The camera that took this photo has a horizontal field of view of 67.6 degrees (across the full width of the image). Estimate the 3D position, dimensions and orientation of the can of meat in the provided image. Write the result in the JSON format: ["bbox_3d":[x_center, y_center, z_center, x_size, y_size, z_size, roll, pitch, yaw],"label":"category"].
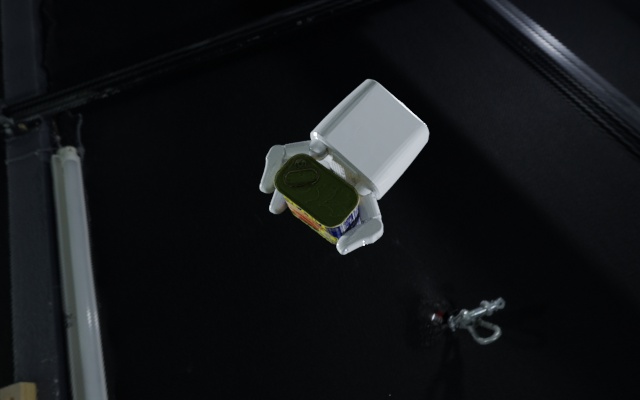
[{"bbox_3d":[0.000,0.002,0.582,0.102,0.057,0.084,37,-12,20],"label":"can of meat"}]
